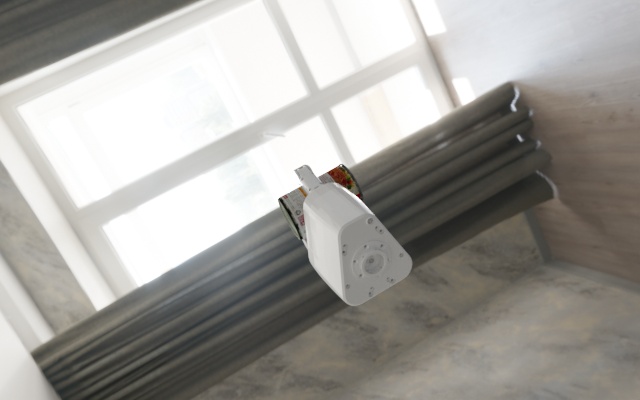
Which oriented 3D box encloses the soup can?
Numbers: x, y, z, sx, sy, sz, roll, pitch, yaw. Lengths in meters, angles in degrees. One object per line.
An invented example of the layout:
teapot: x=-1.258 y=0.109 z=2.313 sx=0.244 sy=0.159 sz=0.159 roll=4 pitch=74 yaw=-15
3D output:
soup can: x=0.000 y=0.002 z=0.660 sx=0.102 sy=0.068 sz=0.068 roll=-29 pitch=5 yaw=-10
